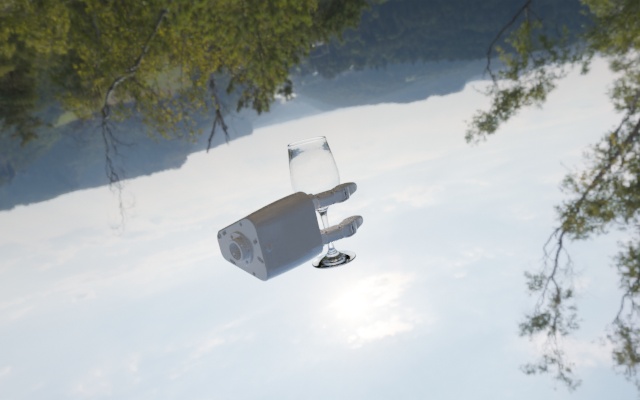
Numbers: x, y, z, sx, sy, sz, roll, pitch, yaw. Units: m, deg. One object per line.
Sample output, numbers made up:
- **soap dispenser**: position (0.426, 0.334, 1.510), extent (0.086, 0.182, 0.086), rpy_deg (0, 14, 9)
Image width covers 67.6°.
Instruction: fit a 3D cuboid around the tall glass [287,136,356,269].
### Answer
- **tall glass**: position (0.000, 0.003, 0.759), extent (0.079, 0.201, 0.079), rpy_deg (-12, 12, 3)
